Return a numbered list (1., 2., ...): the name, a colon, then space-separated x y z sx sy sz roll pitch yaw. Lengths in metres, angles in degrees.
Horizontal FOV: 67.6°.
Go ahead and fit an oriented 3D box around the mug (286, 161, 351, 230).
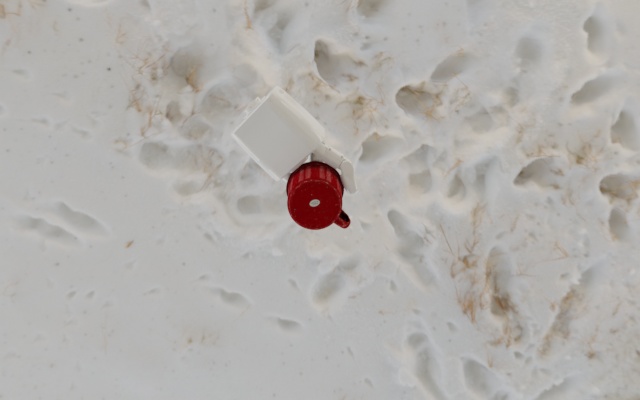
1. mug: 0.001 0.003 0.732 0.117 0.093 0.081 43 13 -13
